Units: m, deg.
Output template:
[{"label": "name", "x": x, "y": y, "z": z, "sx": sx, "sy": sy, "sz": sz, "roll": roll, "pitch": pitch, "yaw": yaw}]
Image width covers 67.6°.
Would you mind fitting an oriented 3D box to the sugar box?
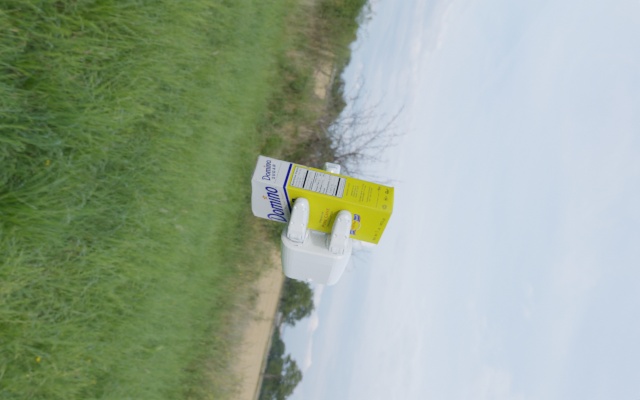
[{"label": "sugar box", "x": 0.000, "y": 0.003, "z": 0.616, "sx": 0.176, "sy": 0.048, "sz": 0.093, "roll": 11, "pitch": -32, "yaw": 0}]
